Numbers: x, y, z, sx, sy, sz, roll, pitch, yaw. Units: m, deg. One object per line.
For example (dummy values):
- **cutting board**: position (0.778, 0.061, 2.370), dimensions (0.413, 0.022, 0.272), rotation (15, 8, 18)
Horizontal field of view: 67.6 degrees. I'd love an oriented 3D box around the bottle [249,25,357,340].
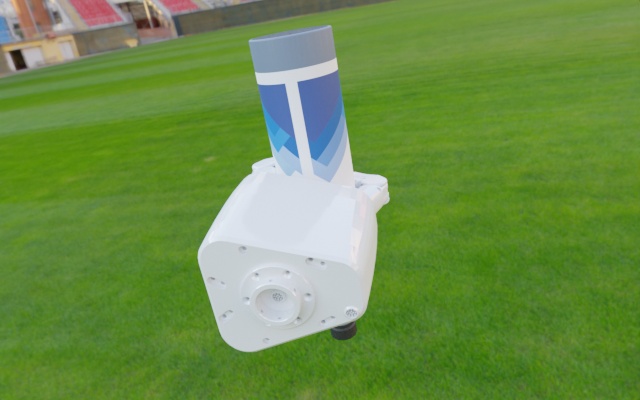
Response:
- **bottle**: position (0.000, 0.001, 0.433), dimensions (0.069, 0.296, 0.069), rotation (-9, 23, 4)
